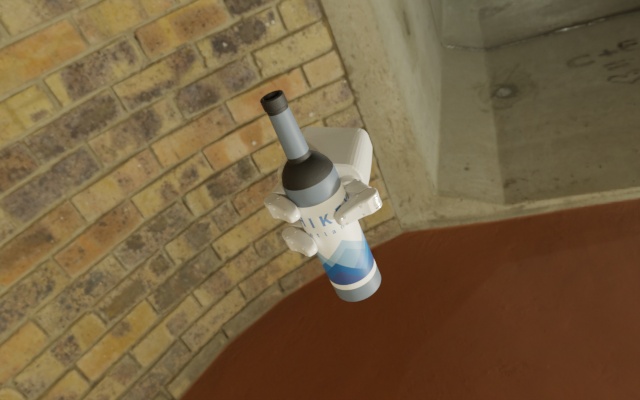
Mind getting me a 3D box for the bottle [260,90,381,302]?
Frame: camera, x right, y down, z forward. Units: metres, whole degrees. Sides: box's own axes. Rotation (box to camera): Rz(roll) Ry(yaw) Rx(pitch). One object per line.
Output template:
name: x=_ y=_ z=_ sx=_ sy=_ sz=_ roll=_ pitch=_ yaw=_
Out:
bottle: x=0.000 y=0.002 z=0.587 sx=0.069 sy=0.296 sz=0.069 roll=-18 pitch=32 yaw=12
